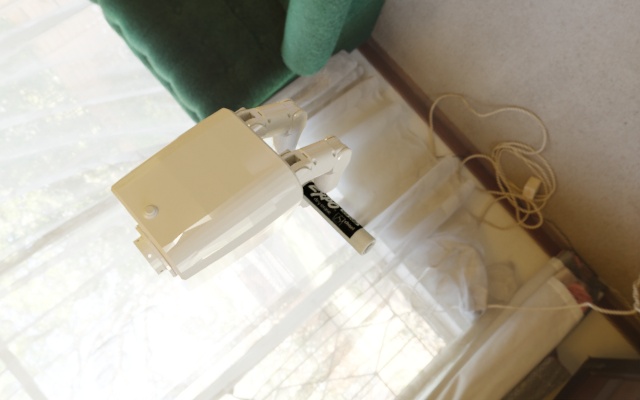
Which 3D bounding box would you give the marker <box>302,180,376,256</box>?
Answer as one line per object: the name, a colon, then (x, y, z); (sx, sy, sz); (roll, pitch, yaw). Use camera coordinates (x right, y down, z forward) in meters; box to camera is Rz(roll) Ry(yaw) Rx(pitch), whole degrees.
marker: (0.000, 0.001, 0.422); (0.121, 0.020, 0.020); (44, 19, 22)
